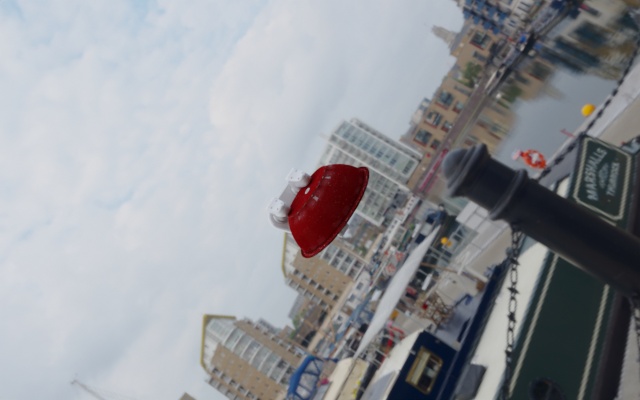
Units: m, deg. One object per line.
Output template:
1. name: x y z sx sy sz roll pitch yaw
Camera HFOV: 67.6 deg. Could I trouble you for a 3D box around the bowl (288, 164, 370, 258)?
1. bowl: 0.000 0.002 0.696 0.055 0.162 0.162 35 -10 -14
